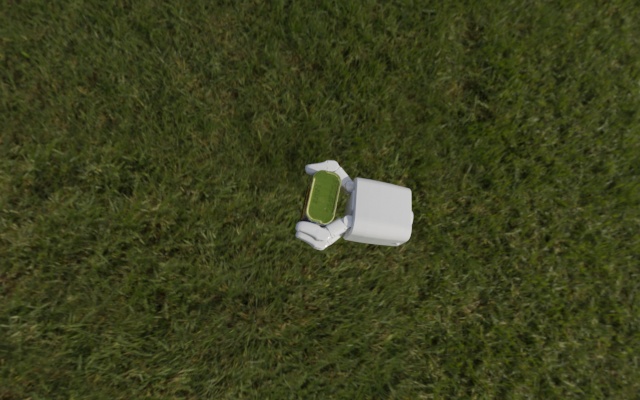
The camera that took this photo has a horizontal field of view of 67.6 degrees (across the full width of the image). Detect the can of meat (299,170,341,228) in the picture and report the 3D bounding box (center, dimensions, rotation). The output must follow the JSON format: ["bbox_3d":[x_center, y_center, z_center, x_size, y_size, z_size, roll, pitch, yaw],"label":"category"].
[{"bbox_3d":[0.000,0.003,0.864,0.057,0.102,0.084,13,-15,-5],"label":"can of meat"}]
